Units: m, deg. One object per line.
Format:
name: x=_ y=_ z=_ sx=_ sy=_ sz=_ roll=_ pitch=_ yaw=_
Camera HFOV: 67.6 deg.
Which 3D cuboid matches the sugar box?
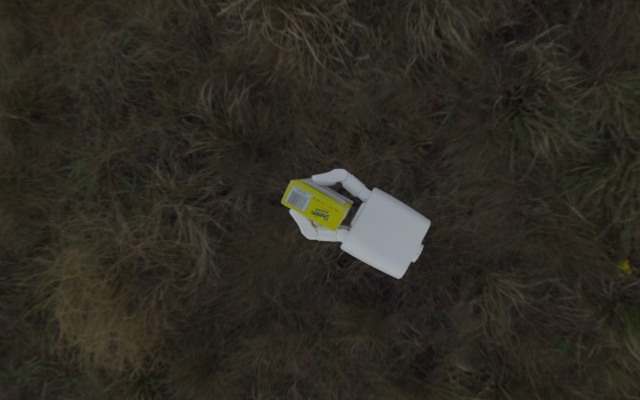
sugar box: x=0.000 y=0.003 z=0.774 sx=0.093 sy=0.048 sz=0.176 roll=29 pitch=4 yaw=5
